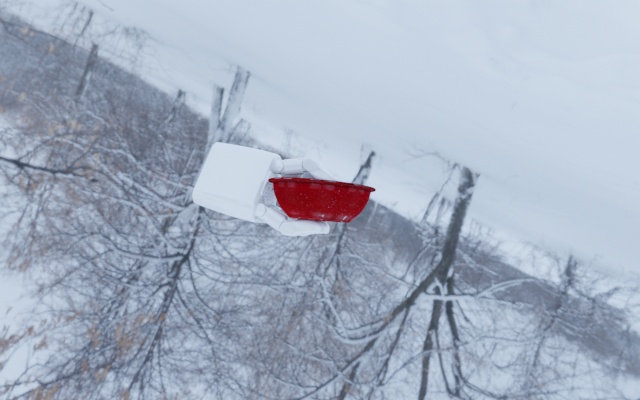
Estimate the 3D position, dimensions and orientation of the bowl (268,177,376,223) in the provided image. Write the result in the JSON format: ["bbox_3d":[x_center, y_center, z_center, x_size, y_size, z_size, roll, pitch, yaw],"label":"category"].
[{"bbox_3d":[0.001,0.003,0.710,0.162,0.055,0.162,5,-3,0],"label":"bowl"}]
